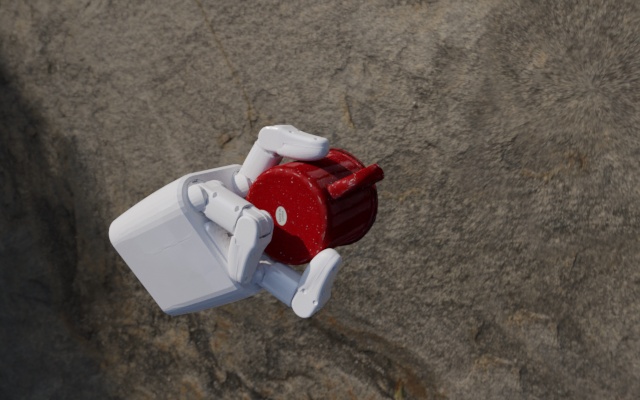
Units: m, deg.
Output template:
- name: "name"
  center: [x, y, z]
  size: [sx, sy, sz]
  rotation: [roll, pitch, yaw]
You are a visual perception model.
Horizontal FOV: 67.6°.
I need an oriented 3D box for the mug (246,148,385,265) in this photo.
- name: "mug"
  center: [0.001, 0.001, 0.399]
  size: [0.117, 0.093, 0.081]
  rotation: [-25, -1, 32]
